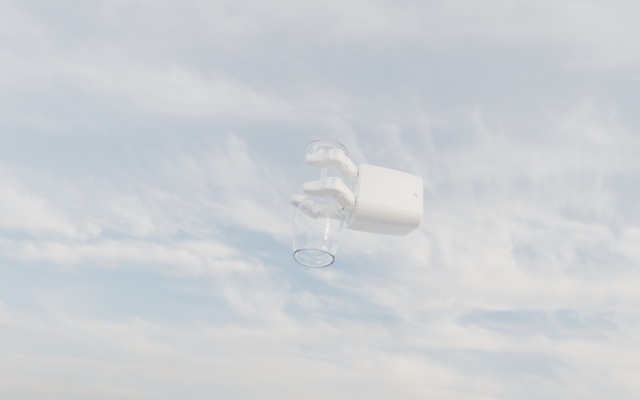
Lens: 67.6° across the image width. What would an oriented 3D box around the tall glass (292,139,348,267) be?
[{"bbox_3d":[0.000,0.002,0.757,0.079,0.201,0.079,5,-33,3],"label":"tall glass"}]
